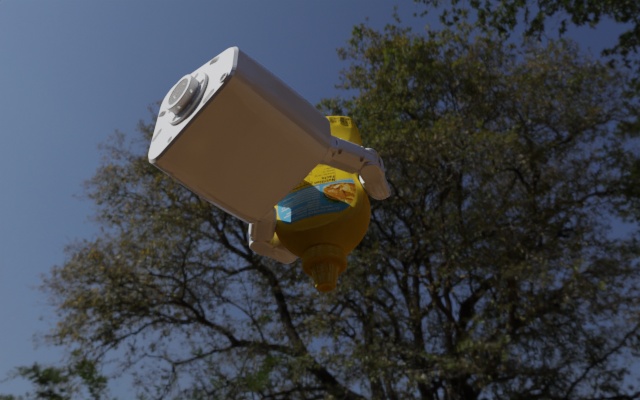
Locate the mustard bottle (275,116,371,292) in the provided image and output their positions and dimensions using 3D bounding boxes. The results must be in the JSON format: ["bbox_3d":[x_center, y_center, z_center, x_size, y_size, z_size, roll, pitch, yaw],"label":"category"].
[{"bbox_3d":[0.000,0.002,0.475,0.096,0.191,0.058,-14,-40,12],"label":"mustard bottle"}]
